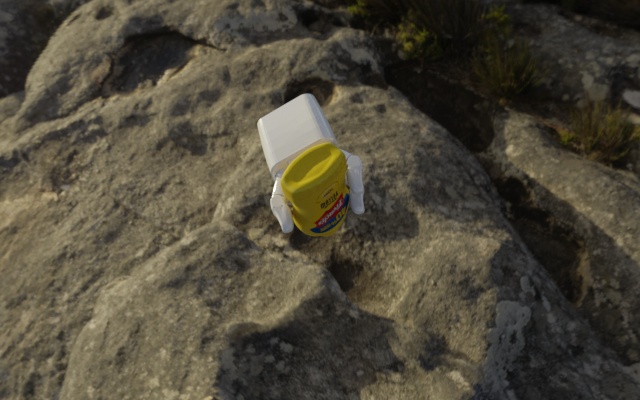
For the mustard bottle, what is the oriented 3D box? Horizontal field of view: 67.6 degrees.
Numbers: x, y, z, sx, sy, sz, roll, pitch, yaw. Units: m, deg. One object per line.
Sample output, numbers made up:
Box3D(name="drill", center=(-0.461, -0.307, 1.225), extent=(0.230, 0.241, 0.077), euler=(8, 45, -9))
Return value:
Box3D(name="mustard bottle", center=(0.000, 0.002, 0.719), extent=(0.058, 0.096, 0.192), euler=(41, -18, 26))
